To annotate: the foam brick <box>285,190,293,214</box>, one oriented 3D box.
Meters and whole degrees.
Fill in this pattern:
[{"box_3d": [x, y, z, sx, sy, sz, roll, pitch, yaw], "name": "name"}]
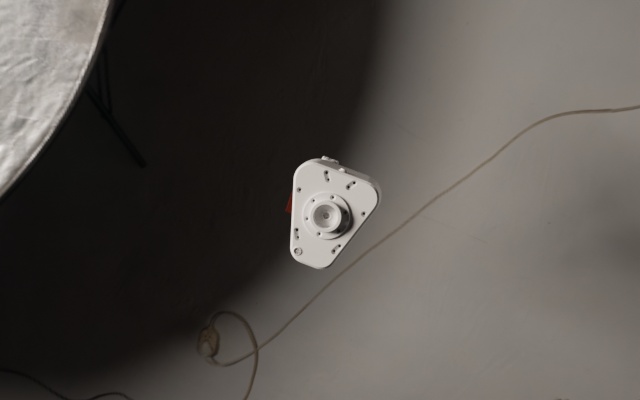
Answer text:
[{"box_3d": [0.000, 0.002, 0.625, 0.078, 0.053, 0.051, 20, 4, 4], "name": "foam brick"}]
